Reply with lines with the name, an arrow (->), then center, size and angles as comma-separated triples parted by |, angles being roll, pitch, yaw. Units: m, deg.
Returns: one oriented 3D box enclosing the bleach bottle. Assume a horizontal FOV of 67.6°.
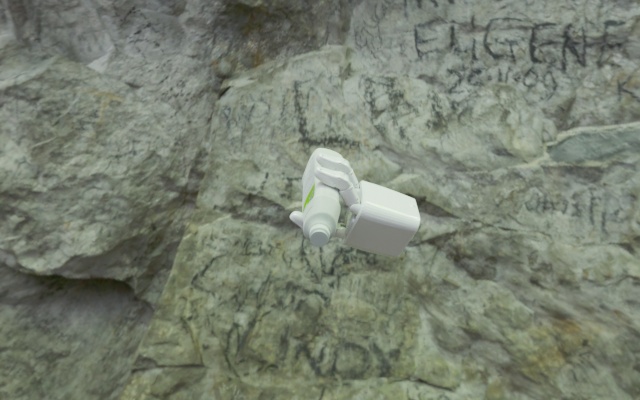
bleach bottle -> 0.000, 0.003, 0.824 | 0.068, 0.103, 0.250 | 17, 29, -7
